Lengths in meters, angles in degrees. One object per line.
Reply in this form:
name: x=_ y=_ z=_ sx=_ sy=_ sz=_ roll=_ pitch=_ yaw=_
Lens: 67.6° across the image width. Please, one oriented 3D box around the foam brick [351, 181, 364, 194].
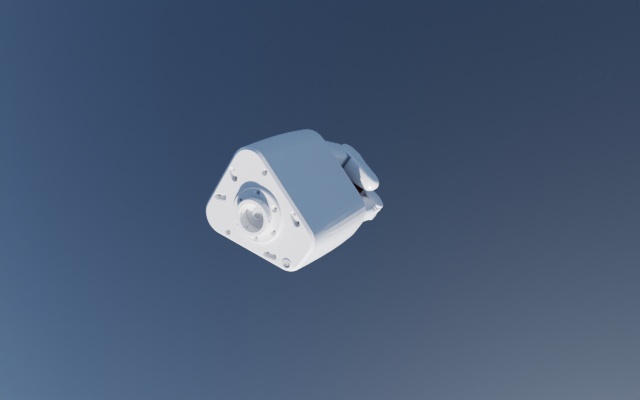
foam brick: x=0.000 y=0.002 z=0.526 sx=0.053 sy=0.078 sz=0.051 roll=41 pitch=29 yaw=12
